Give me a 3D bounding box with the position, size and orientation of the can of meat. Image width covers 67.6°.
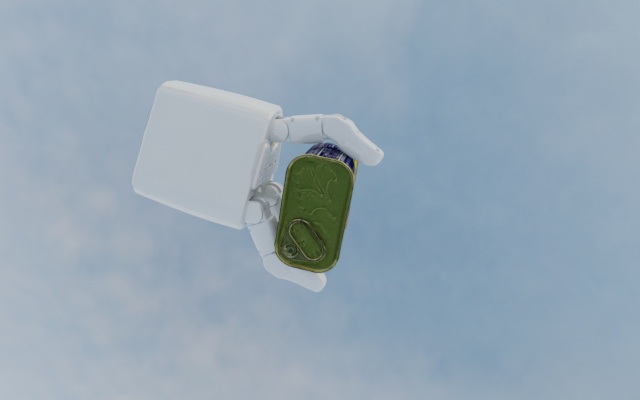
[{"bbox_3d":[0.000,0.001,0.436,0.057,0.102,0.084,12,18,6],"label":"can of meat"}]
